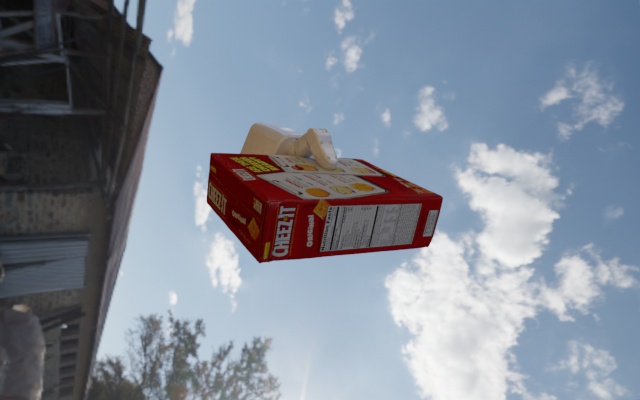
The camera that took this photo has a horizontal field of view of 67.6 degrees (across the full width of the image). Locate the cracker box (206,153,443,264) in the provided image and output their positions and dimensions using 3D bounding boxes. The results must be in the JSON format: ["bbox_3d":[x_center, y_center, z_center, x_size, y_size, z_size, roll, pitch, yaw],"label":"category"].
[{"bbox_3d":[0.000,0.002,0.540,0.214,0.072,0.164,-2,20,-31],"label":"cracker box"}]
